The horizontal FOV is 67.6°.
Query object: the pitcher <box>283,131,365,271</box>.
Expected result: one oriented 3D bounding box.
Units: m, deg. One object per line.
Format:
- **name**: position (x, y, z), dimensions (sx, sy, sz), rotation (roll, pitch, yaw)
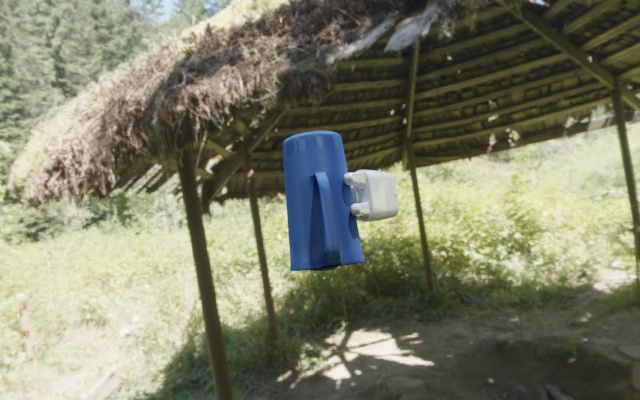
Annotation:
- **pitcher**: position (0.000, 0.003, 0.848), dimensions (0.149, 0.243, 0.145), rotation (-11, -6, 40)
